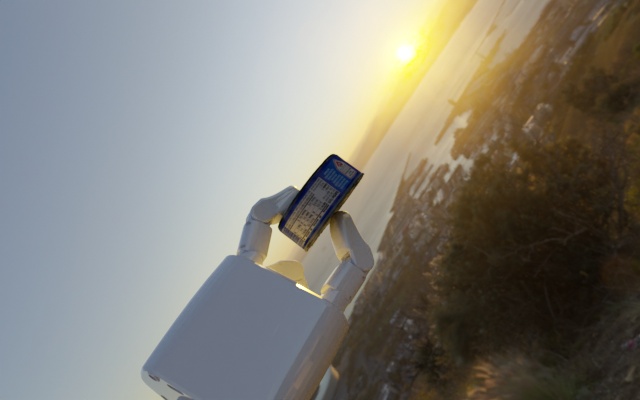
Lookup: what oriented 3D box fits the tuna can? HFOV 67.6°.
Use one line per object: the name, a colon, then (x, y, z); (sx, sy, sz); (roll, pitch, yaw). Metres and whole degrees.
tuna can: (0.000, 0.001, 0.420); (0.034, 0.086, 0.086); (37, 3, 4)
